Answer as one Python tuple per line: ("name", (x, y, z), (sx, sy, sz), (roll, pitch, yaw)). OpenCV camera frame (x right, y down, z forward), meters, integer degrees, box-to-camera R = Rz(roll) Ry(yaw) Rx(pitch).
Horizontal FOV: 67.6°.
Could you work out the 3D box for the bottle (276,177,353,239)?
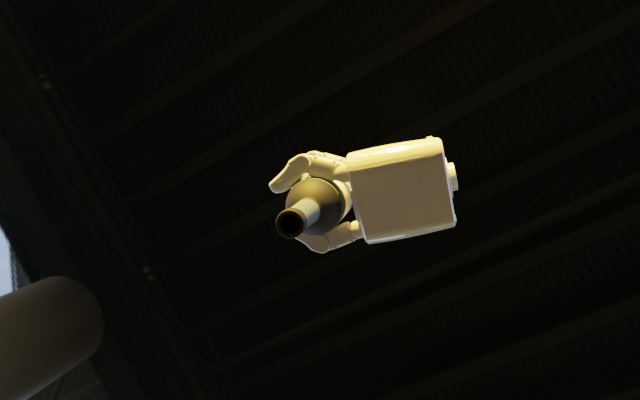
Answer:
("bottle", (0.000, 0.002, 0.581), (0.069, 0.069, 0.295), (0, 8, 11))
